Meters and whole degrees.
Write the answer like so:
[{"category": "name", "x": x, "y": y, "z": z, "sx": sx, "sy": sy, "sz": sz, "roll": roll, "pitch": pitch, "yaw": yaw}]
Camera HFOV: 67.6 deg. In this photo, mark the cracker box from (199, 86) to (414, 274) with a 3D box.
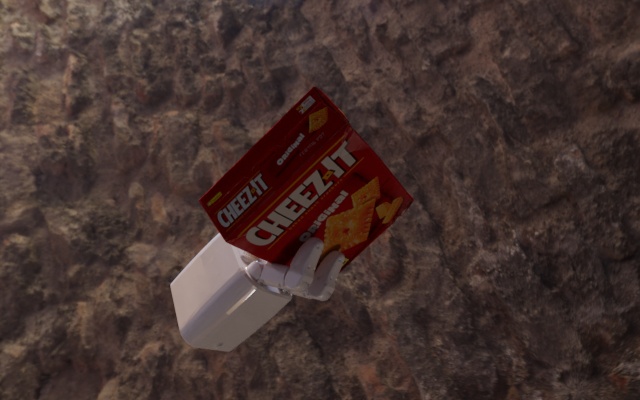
[{"category": "cracker box", "x": 0.000, "y": 0.002, "z": 0.536, "sx": 0.072, "sy": 0.164, "sz": 0.214, "roll": 50, "pitch": 7, "yaw": 33}]
